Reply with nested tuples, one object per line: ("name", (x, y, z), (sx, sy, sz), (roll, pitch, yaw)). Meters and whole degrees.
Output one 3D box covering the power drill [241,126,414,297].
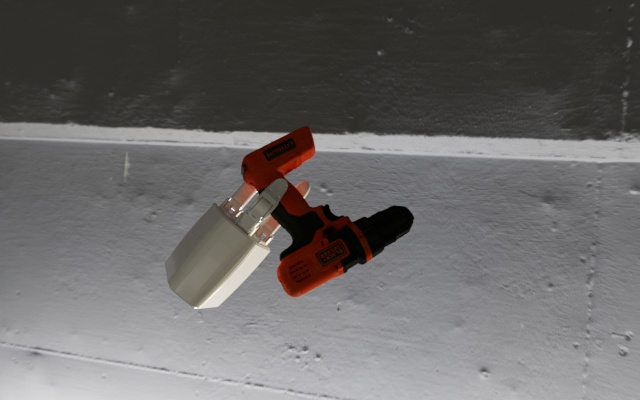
("power drill", (0.000, 0.002, 0.597), (0.184, 0.187, 0.057), (-27, -17, -14))
